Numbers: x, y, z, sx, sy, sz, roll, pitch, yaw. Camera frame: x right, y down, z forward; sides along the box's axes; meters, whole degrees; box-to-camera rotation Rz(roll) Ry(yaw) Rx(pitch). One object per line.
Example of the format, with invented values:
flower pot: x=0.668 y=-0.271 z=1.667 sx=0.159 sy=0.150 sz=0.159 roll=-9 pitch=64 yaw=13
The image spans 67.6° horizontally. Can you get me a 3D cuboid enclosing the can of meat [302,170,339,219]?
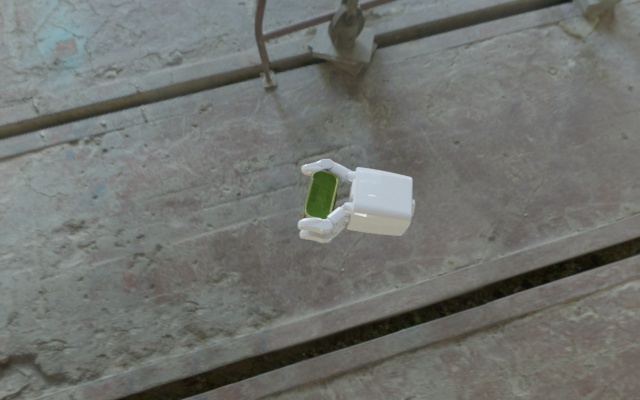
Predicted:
can of meat: x=0.000 y=0.003 z=0.892 sx=0.057 sy=0.102 sz=0.084 roll=13 pitch=-18 yaw=1
